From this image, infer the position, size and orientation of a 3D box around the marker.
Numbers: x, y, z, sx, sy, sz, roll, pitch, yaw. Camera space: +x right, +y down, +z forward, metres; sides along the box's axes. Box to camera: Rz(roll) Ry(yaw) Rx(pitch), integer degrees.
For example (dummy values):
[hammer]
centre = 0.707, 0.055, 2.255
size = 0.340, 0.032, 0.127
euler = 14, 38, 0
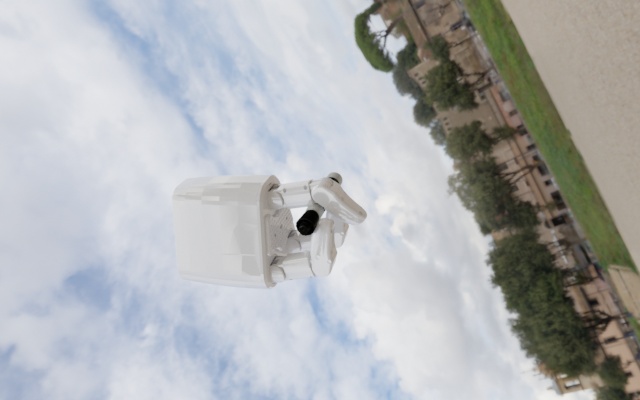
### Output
[marker]
centre = 0.000, 0.002, 0.492
size = 0.020, 0.020, 0.121
euler = 0, 25, 17
